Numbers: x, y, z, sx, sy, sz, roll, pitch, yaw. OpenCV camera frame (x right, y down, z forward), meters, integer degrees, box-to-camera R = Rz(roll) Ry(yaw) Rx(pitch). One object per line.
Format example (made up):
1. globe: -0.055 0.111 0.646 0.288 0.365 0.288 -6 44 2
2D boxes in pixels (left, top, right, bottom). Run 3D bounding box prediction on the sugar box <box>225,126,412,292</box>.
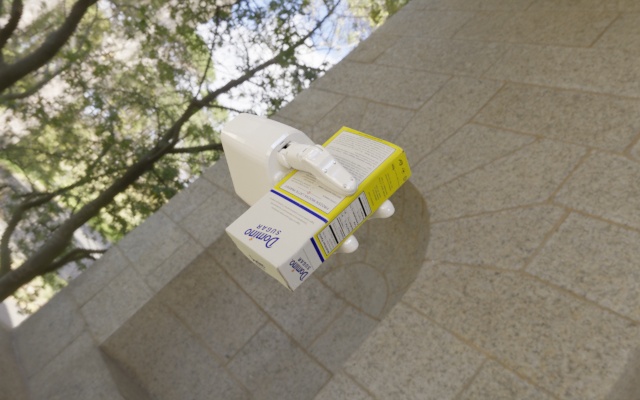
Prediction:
1. sugar box: 0.000 0.002 0.485 0.176 0.048 0.093 -44 43 -17
